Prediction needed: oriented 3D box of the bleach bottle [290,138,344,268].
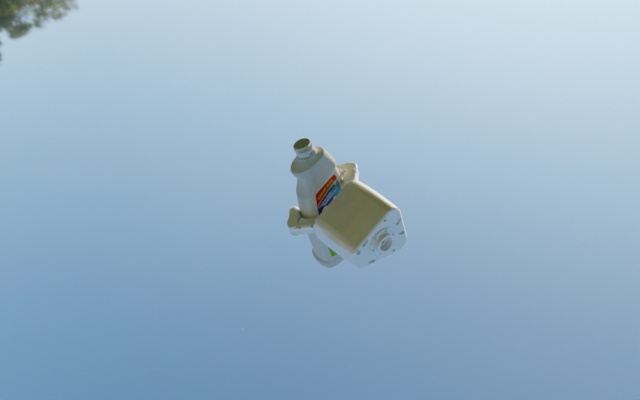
[{"bbox_3d":[0.000,0.003,0.839,0.102,0.251,0.068,-36,42,-16],"label":"bleach bottle"}]
